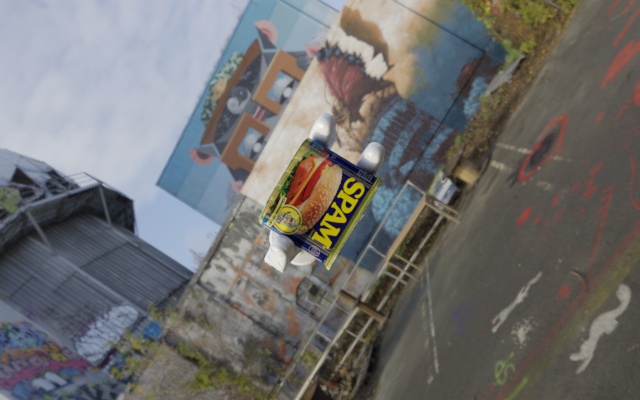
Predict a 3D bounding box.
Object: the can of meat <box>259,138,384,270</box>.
[{"bbox_3d":[0.000,0.001,0.466,0.084,0.102,0.057,32,1,5],"label":"can of meat"}]
